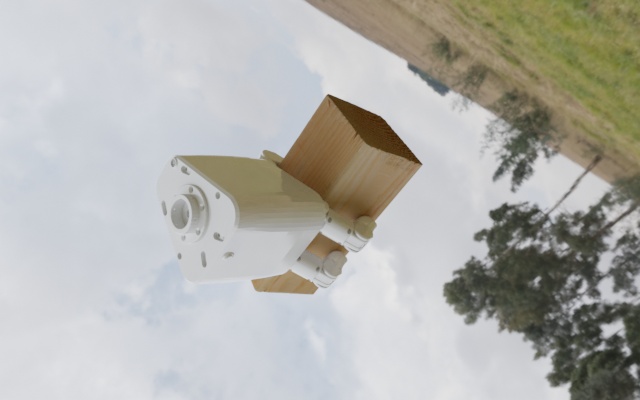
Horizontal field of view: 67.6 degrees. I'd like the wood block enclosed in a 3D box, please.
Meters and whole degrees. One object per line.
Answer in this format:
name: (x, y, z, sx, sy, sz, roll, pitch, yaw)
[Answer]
wood block: (0.000, 0.002, 0.526, 0.090, 0.206, 0.090, 12, 35, -41)
